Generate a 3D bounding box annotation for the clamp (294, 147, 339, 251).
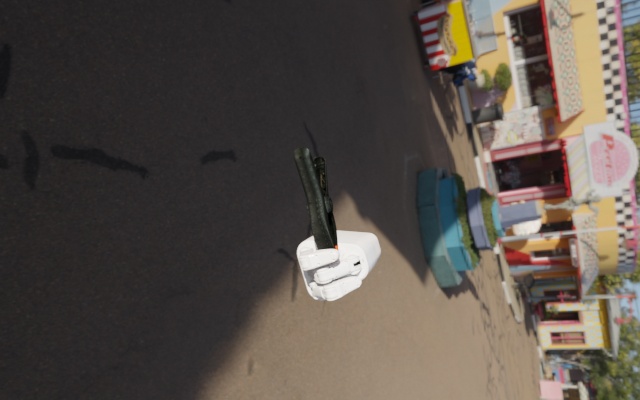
[{"bbox_3d":[0.001,0.002,0.728,0.039,0.171,0.120,-9,5,18],"label":"clamp"}]
